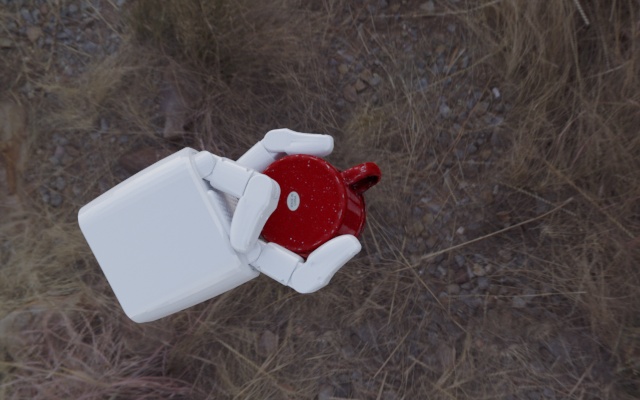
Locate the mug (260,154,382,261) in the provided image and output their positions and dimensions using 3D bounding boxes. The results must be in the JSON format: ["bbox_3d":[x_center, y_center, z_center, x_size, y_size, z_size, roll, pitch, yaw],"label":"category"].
[{"bbox_3d":[0.001,0.001,0.416,0.117,0.093,0.081,-27,-13,8],"label":"mug"}]
